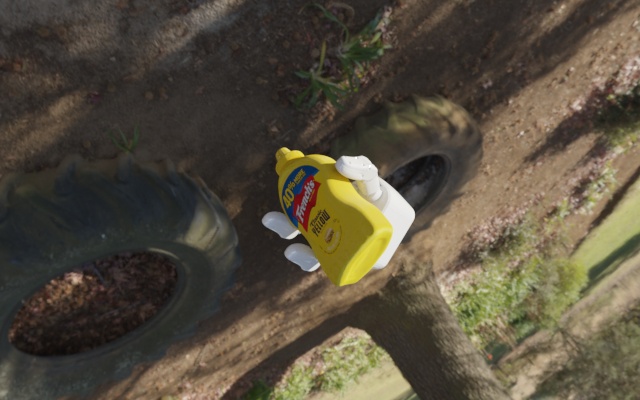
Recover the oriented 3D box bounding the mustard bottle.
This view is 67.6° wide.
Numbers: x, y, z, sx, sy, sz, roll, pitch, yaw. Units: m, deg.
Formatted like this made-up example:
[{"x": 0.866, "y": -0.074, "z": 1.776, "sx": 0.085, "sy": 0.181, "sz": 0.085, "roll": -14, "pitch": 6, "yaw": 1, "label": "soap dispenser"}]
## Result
[{"x": 0.000, "y": 0.002, "z": 0.573, "sx": 0.058, "sy": 0.096, "sz": 0.191, "roll": -4, "pitch": 45, "yaw": -43, "label": "mustard bottle"}]
